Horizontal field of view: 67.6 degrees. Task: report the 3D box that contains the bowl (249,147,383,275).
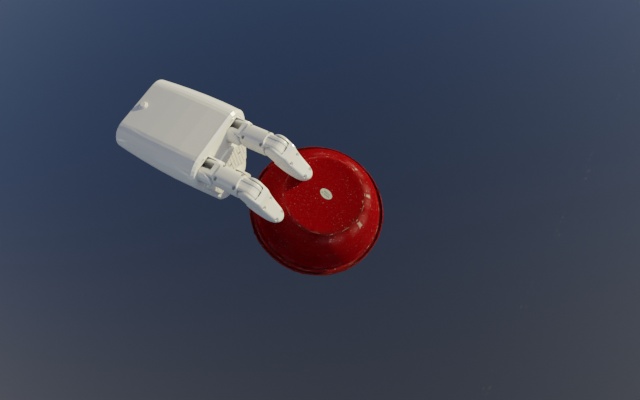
[{"bbox_3d":[0.001,0.002,0.547,0.162,0.162,0.055,0,-18,-9],"label":"bowl"}]
